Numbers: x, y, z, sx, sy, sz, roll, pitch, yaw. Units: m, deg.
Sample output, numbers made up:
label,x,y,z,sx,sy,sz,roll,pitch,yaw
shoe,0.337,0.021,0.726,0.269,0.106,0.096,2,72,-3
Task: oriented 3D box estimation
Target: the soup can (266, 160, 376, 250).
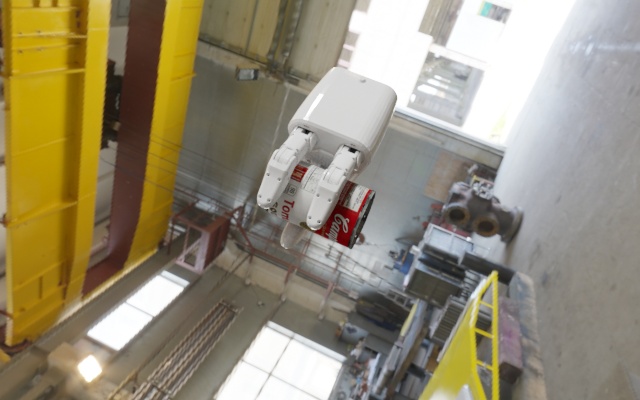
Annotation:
label,x,y,z,sx,sy,sz,roll,pitch,yaw
soup can,0.000,0.002,0.516,0.102,0.068,0.068,23,4,9
